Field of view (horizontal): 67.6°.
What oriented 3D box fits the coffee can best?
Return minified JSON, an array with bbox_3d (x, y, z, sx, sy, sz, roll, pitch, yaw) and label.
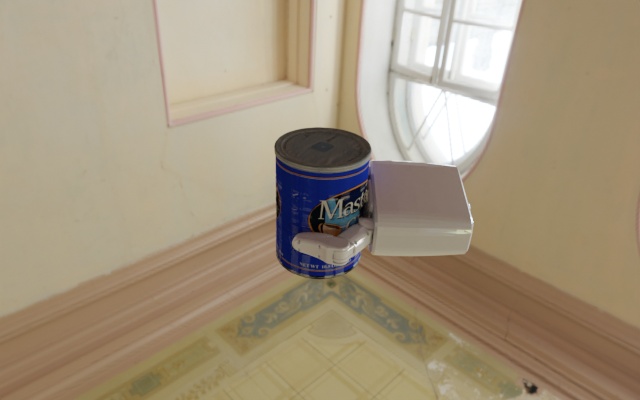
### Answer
[{"bbox_3d":[0.000,0.002,0.538,0.103,0.140,0.102,2,31,-1],"label":"coffee can"}]
